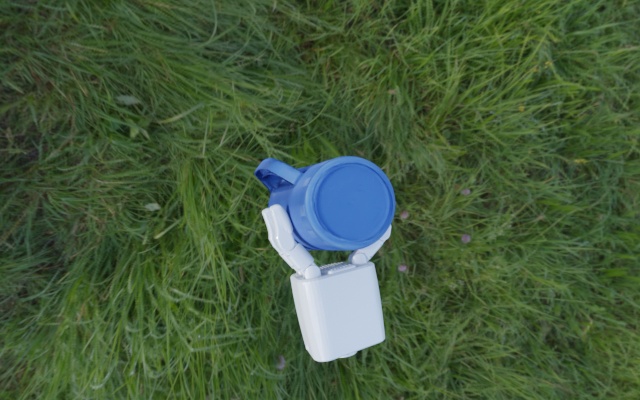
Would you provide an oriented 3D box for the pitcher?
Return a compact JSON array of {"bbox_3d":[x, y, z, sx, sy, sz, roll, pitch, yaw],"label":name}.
[{"bbox_3d":[0.000,0.002,0.648,0.149,0.145,0.243,-9,-1,-13],"label":"pitcher"}]
